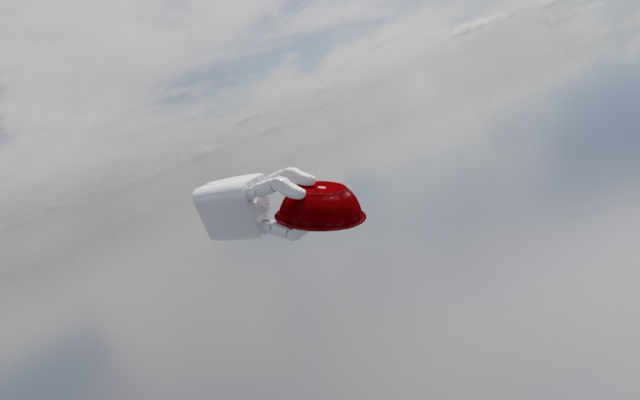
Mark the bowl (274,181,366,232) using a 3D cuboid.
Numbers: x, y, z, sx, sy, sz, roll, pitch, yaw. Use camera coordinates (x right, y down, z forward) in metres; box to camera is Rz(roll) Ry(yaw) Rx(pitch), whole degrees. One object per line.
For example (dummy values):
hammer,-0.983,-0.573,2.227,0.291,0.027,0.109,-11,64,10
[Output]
bowl,0.001,0.002,0.832,0.162,0.055,0.162,1,16,0
